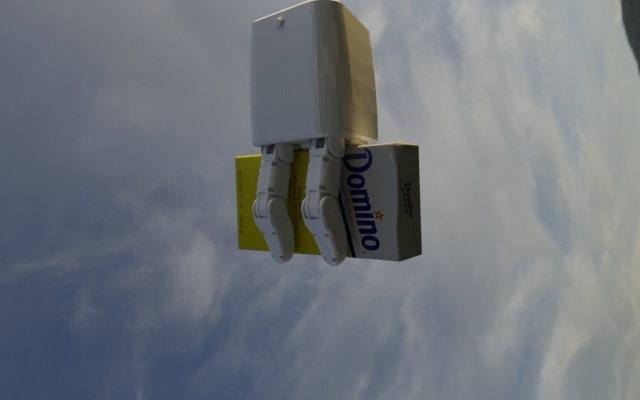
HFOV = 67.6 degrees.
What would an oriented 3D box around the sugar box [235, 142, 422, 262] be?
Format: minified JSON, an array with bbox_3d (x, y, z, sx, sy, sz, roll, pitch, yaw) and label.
[{"bbox_3d":[0.000,0.001,0.423,0.176,0.093,0.048,-1,2,39],"label":"sugar box"}]
